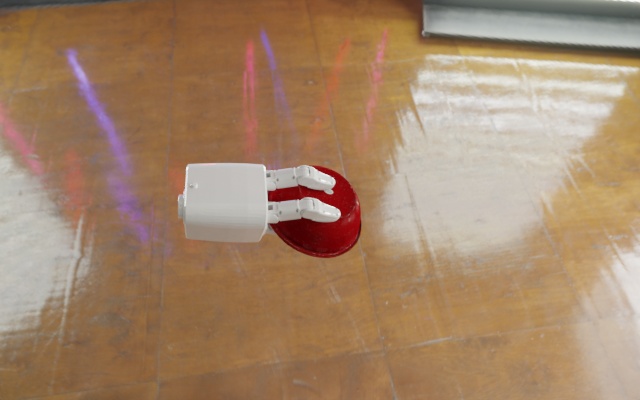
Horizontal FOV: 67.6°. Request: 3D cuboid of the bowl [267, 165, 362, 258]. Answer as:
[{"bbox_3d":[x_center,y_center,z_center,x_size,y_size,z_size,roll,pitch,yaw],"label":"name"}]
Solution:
[{"bbox_3d":[0.001,0.002,0.711,0.162,0.162,0.055,0,-34,-28],"label":"bowl"}]
